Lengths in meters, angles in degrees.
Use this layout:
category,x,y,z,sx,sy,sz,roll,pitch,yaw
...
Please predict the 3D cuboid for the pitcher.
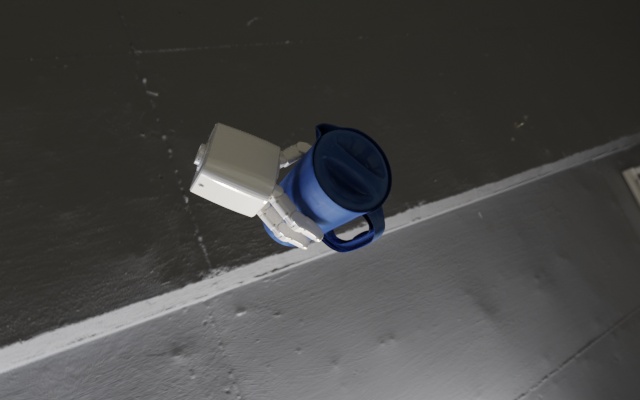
category,x,y,z,sx,sy,sz,roll,pitch,yaw
pitcher,0.000,0.002,0.770,0.145,0.149,0.243,21,-29,-20
